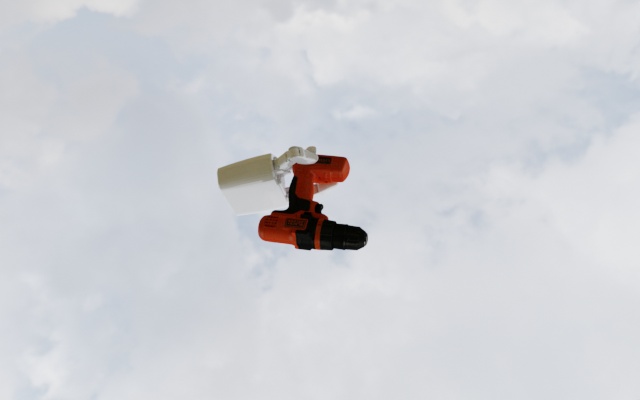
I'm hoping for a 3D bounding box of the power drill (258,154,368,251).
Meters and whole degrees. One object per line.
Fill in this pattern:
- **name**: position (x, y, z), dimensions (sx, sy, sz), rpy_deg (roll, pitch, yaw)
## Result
- **power drill**: position (0.000, 0.002, 0.829), dimensions (0.184, 0.187, 0.057), rpy_deg (7, -41, 10)
